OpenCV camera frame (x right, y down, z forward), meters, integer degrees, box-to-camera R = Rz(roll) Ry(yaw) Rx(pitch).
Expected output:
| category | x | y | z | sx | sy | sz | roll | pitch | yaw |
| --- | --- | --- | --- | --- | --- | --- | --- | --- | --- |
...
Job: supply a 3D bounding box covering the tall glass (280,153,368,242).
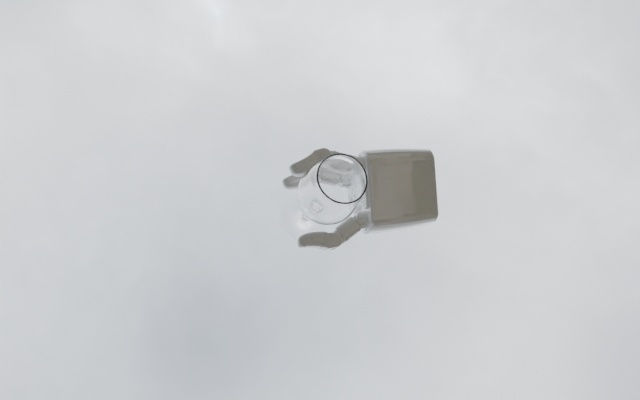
| category | x | y | z | sx | sy | sz | roll | pitch | yaw |
| --- | --- | --- | --- | --- | --- | --- | --- | --- | --- |
| tall glass | 0.000 | 0.002 | 0.638 | 0.079 | 0.079 | 0.201 | 0 | -16 | -15 |
